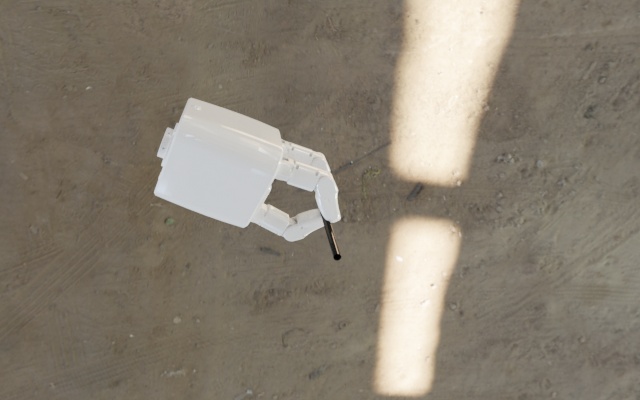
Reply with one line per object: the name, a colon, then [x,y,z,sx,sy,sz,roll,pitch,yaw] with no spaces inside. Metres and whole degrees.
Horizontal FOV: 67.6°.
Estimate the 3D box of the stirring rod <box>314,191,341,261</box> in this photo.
stirring rod: [0.000,0.002,0.575,0.011,0.011,0.239,0,27,-9]
